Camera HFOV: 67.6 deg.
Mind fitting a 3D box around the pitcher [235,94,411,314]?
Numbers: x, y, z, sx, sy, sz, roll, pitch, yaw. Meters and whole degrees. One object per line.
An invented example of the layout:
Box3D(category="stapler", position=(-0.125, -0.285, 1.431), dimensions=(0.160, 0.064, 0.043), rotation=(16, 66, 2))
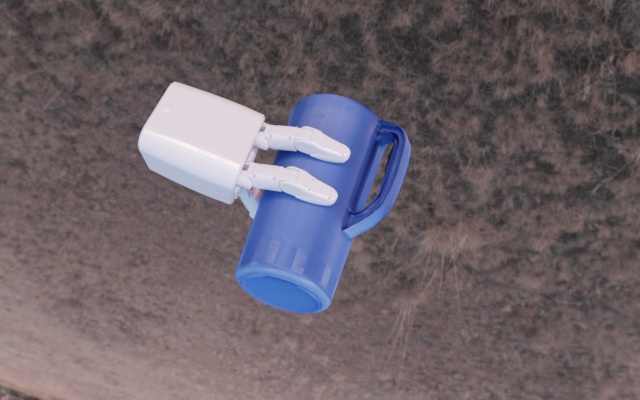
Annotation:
Box3D(category="pitcher", position=(0.000, 0.002, 0.560), dimensions=(0.145, 0.242, 0.149), rotation=(23, -31, -8))
